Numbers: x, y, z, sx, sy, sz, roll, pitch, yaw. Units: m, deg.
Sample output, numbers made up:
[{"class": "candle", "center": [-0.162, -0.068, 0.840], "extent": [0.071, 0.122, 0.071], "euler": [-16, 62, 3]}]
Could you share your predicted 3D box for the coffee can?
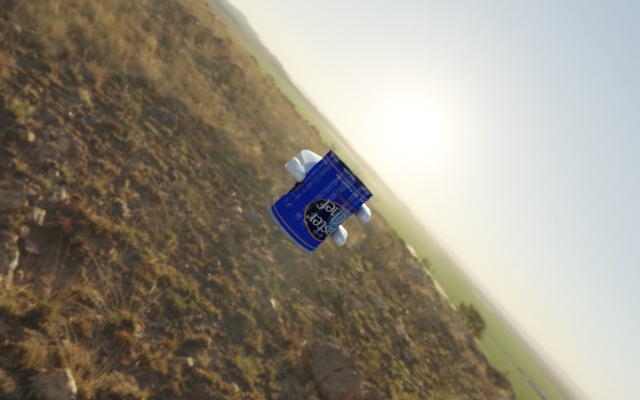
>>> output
[{"class": "coffee can", "center": [0.000, 0.003, 0.775], "extent": [0.140, 0.103, 0.103], "euler": [-43, -7, 8]}]
